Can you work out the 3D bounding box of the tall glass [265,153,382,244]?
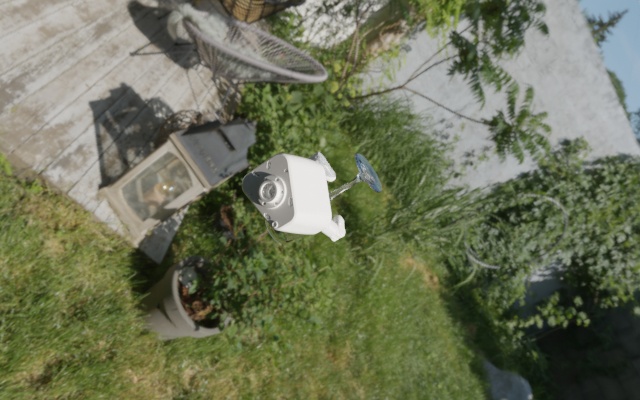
[{"bbox_3d":[0.001,0.002,0.816,0.201,0.079,0.079,-32,-13,22],"label":"tall glass"}]
